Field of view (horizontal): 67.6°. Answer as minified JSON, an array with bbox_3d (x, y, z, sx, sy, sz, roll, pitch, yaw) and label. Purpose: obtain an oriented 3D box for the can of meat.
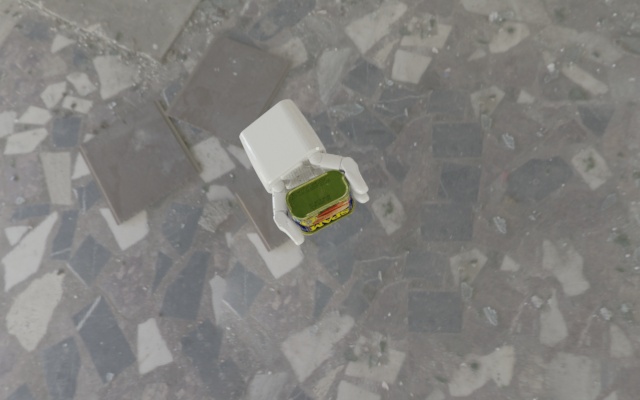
[{"bbox_3d":[0.000,0.002,0.740,0.102,0.057,0.084,-27,-19,-2],"label":"can of meat"}]
